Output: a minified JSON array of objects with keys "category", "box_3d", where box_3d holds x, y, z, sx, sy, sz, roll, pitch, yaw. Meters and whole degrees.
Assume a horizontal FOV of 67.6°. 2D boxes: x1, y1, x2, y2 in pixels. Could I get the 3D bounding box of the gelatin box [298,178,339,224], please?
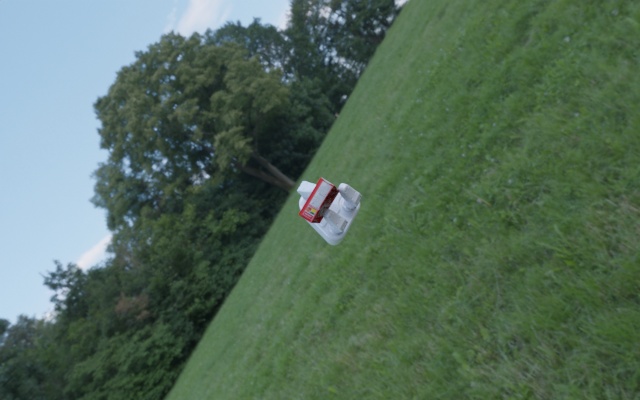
[{"category":"gelatin box","box_3d":[0.000,0.002,0.825,0.030,0.073,0.089,32,1,10]}]
